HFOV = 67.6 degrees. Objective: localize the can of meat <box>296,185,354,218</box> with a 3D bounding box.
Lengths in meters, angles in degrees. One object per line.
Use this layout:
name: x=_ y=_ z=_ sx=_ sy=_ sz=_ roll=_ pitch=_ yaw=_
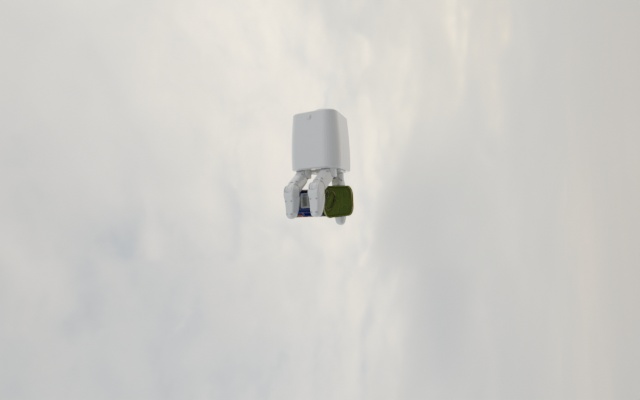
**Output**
can of meat: x=0.000 y=0.003 z=0.882 sx=0.084 sy=0.057 sz=0.102 roll=-3 pitch=1 yaw=34
